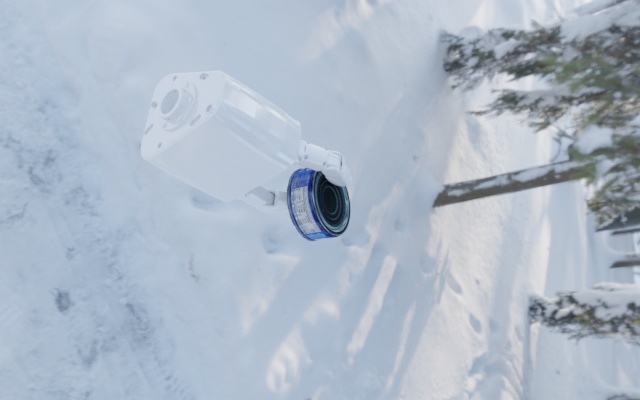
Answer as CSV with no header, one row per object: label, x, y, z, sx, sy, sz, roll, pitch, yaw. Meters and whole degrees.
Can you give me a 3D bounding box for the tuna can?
tuna can,0.001,0.002,0.542,0.034,0.086,0.086,-12,-6,31
